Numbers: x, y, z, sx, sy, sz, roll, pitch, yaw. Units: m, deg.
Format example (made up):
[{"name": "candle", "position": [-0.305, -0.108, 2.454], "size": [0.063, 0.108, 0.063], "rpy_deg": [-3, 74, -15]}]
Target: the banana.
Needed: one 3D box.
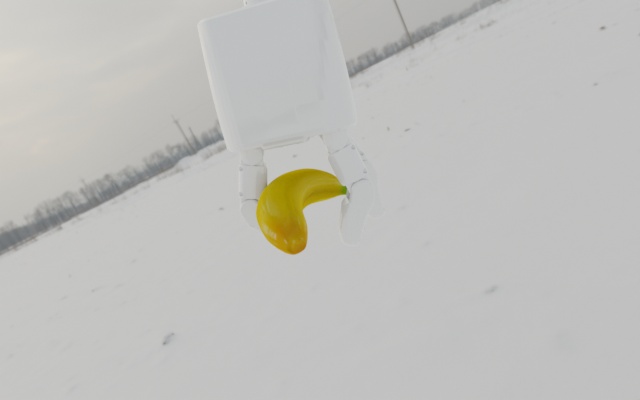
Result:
[{"name": "banana", "position": [-0.017, -0.001, 0.414], "size": [0.069, 0.037, 0.197], "rpy_deg": [4, 16, 17]}]
